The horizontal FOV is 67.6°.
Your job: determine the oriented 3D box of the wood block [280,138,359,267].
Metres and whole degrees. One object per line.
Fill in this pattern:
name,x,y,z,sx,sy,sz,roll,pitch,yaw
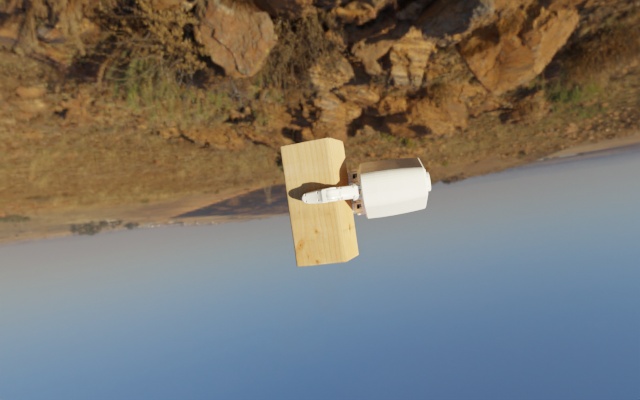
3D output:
wood block,0.000,0.003,0.831,0.090,0.206,0.091,-8,0,19
